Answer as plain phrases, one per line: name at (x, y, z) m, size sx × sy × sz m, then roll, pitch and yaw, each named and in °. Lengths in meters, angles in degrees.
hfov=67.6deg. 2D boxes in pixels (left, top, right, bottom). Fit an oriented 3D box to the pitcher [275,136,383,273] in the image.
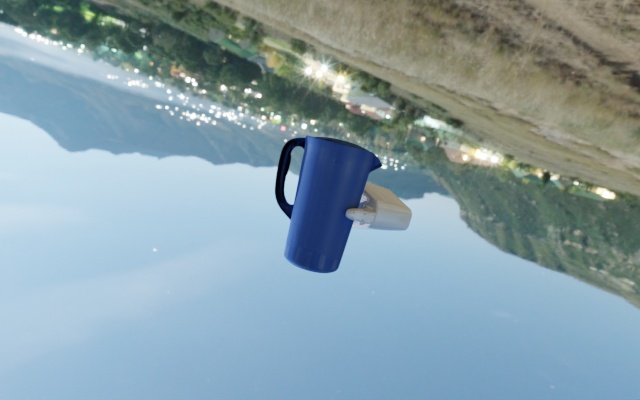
pitcher at (0.000, 0.003, 0.893) m, size 0.145 × 0.243 × 0.149 m, roll 9°, pitch 9°, yaw -38°
